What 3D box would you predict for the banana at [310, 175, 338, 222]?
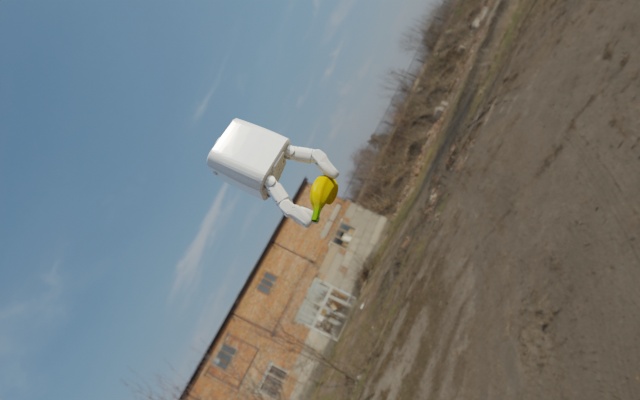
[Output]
[{"bbox_3d":[0.006,-0.014,0.858,0.037,0.069,0.198,22,11,6],"label":"banana"}]
